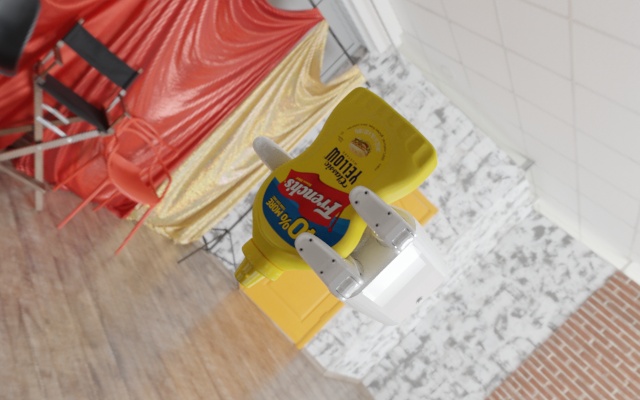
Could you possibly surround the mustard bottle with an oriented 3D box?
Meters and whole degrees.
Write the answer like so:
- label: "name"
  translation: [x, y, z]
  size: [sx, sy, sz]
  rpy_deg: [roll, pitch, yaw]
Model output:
- label: "mustard bottle"
  translation: [0.000, 0.001, 0.405]
  size: [0.096, 0.191, 0.058]
  rpy_deg: [46, 2, 18]
